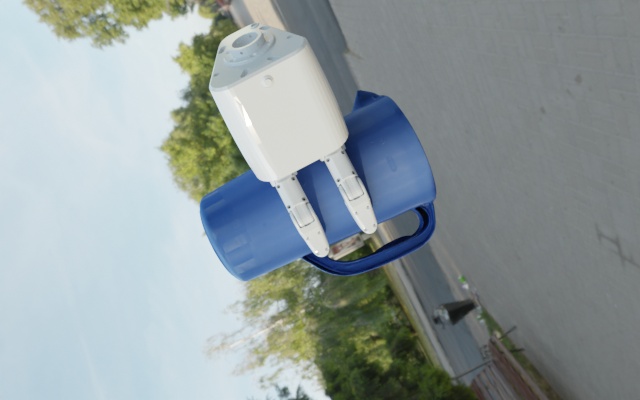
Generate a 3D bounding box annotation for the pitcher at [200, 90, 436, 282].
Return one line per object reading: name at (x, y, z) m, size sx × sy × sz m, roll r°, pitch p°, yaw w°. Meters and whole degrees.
pitcher at (0.000, 0.002, 0.535) m, size 0.243 × 0.145 × 0.149 m, roll -27°, pitch 42°, yaw 0°
